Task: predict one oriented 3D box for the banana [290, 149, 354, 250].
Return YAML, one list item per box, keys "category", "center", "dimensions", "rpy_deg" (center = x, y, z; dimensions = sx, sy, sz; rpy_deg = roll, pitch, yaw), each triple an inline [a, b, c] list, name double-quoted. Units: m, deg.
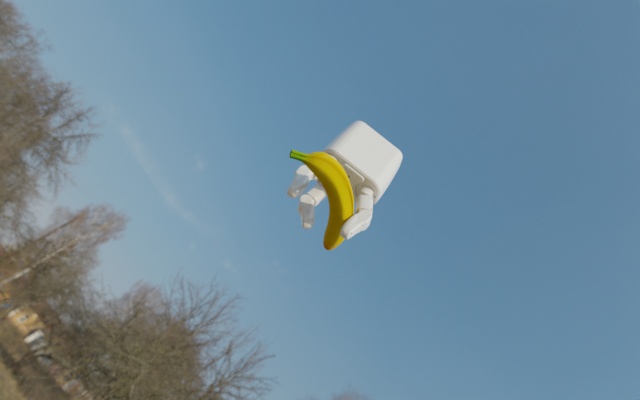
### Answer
- category: "banana"
  center: [0.016, 0.000, 0.705]
  dimensions: [0.069, 0.198, 0.037]
  rpy_deg: [0, 40, 23]
